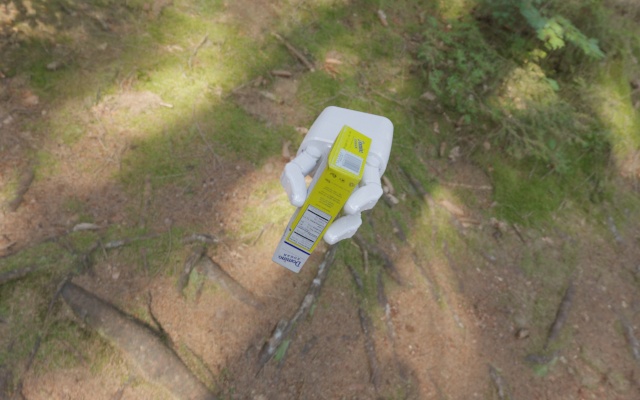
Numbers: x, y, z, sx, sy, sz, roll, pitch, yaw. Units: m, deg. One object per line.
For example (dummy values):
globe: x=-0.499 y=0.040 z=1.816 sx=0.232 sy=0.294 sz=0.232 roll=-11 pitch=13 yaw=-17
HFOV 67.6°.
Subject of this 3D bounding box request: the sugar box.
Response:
sugar box: x=0.001 y=0.002 z=0.592 sx=0.048 sy=0.176 sz=0.093 roll=26 pitch=39 yaw=-3
